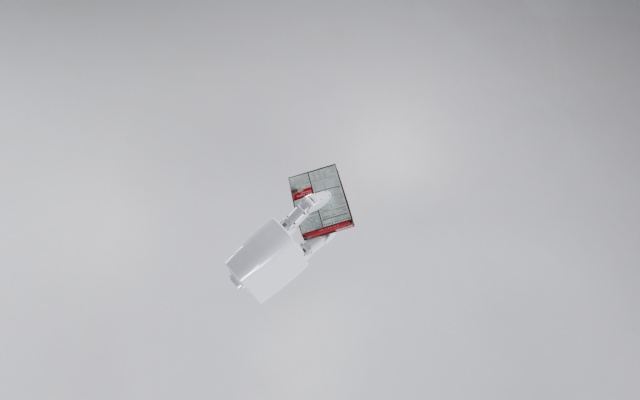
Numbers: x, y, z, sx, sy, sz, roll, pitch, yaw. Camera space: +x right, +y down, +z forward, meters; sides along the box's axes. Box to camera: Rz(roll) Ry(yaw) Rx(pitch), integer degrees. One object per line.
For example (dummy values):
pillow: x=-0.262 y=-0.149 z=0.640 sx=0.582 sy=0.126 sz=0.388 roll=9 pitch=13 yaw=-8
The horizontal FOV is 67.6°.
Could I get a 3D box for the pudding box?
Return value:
pudding box: x=0.000 y=0.003 z=0.809 sx=0.090 sy=0.113 sz=0.039 roll=-16 pitch=-23 yaw=1
